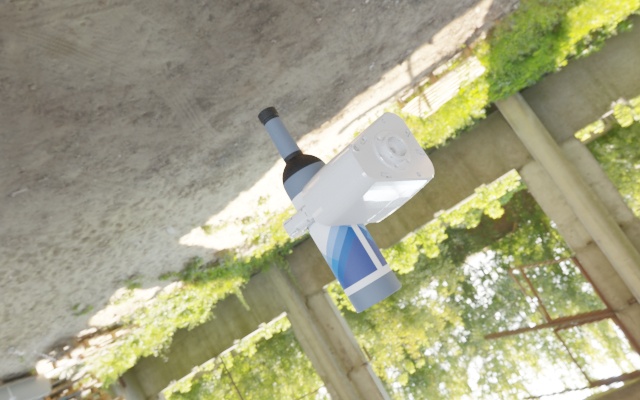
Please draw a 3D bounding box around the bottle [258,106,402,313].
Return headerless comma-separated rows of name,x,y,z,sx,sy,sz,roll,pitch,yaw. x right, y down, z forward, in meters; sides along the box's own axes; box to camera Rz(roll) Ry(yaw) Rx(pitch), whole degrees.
bottle,0.000,0.002,0.632,0.069,0.295,0.069,-30,-10,-6
